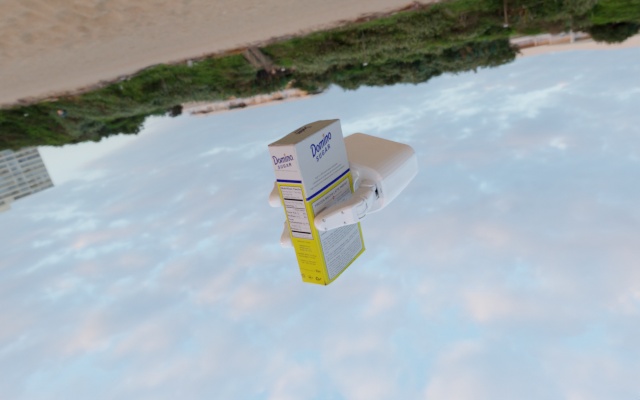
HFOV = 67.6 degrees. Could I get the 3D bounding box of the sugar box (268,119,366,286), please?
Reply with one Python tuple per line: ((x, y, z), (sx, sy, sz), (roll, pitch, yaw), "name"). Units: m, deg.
((0.000, 0.002, 0.563), (0.048, 0.176, 0.093), (2, 25, 37), "sugar box")
